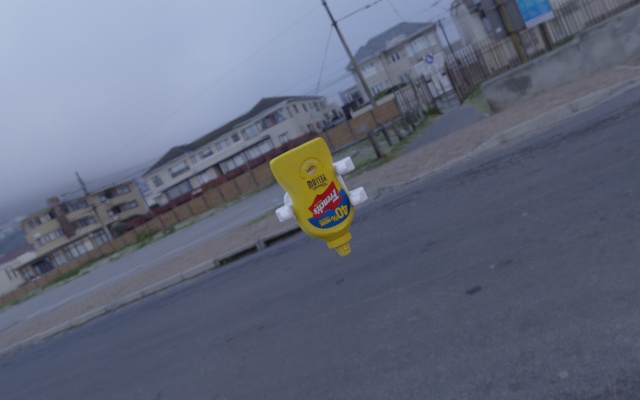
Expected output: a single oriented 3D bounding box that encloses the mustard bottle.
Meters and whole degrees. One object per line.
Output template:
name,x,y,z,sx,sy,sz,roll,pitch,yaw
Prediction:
mustard bottle,0.000,0.002,0.774,0.096,0.191,0.058,-28,6,-22
